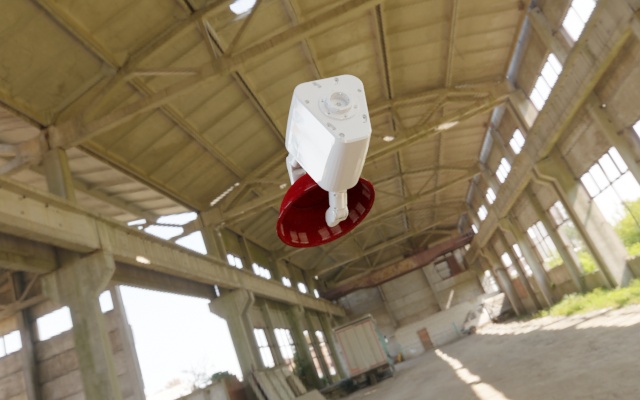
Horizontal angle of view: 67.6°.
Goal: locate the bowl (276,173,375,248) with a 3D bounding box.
[{"bbox_3d":[0.000,0.003,0.735,0.162,0.055,0.162,-18,-36,-14],"label":"bowl"}]
